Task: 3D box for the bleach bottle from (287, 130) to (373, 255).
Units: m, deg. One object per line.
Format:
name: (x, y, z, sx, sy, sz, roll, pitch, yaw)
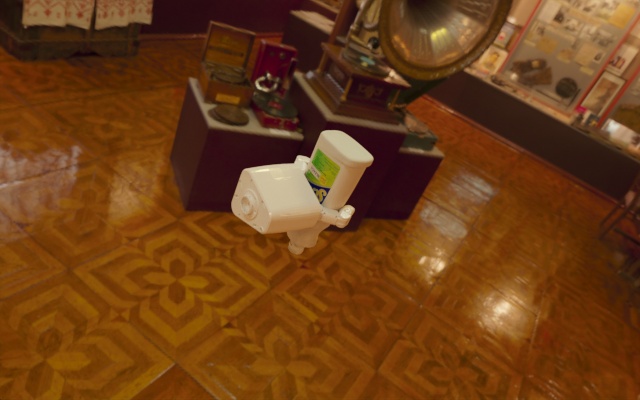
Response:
bleach bottle: (0.000, 0.003, 0.871, 0.068, 0.251, 0.102, -8, 43, -43)
